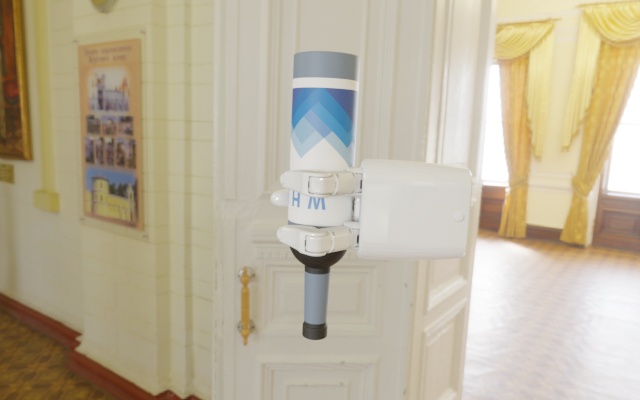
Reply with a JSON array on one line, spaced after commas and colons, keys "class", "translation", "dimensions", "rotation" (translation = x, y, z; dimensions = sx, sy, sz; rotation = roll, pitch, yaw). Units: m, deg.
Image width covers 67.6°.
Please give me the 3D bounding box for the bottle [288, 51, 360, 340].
[{"class": "bottle", "translation": [0.000, 0.001, 0.498], "dimensions": [0.069, 0.296, 0.069], "rotation": [2, 9, 0]}]
